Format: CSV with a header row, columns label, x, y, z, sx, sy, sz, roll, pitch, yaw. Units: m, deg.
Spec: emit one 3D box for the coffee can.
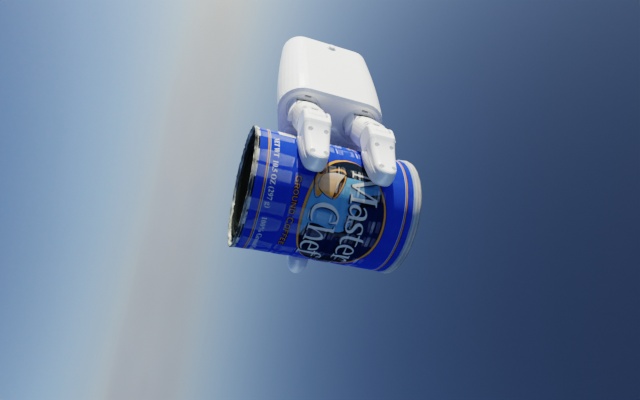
label,x,y,z,sx,sy,sz,roll,pitch,yaw
coffee can,0.000,0.002,0.412,0.140,0.103,0.103,12,-3,-16
